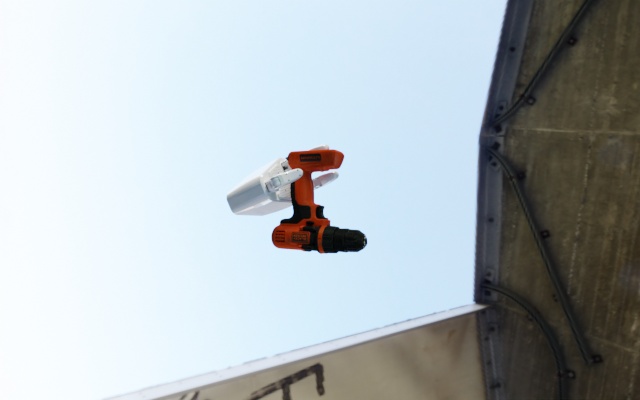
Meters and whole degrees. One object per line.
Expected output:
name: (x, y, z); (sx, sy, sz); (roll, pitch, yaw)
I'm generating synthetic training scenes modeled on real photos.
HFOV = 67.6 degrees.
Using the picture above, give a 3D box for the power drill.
power drill: (0.000, 0.002, 0.871); (0.184, 0.187, 0.057); (1, -8, 22)
